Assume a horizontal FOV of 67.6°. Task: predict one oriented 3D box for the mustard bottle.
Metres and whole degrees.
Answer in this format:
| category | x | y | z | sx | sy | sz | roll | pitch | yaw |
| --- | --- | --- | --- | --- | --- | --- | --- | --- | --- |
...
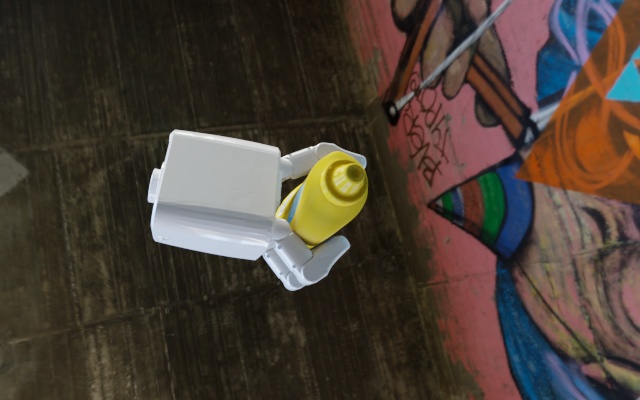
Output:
| category | x | y | z | sx | sy | sz | roll | pitch | yaw |
| --- | --- | --- | --- | --- | --- | --- | --- | --- | --- |
| mustard bottle | 0.000 | 0.002 | 0.479 | 0.058 | 0.096 | 0.192 | 34 | -22 | -6 |
